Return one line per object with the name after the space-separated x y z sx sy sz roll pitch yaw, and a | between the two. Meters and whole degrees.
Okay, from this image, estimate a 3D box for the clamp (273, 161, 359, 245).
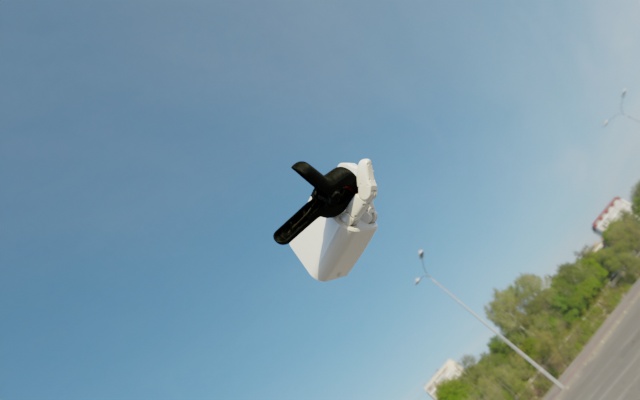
0.000 0.002 0.676 0.039 0.120 0.171 39 24 29 | clamp
